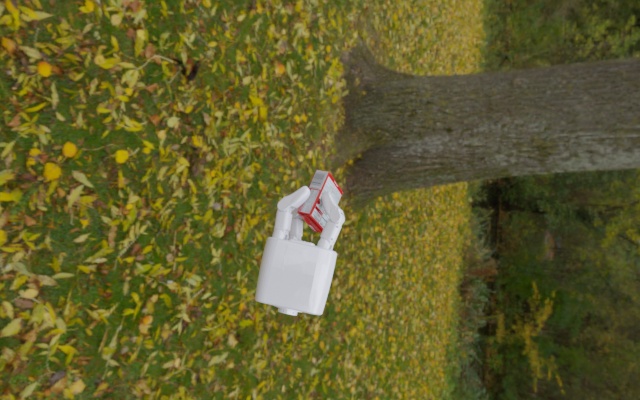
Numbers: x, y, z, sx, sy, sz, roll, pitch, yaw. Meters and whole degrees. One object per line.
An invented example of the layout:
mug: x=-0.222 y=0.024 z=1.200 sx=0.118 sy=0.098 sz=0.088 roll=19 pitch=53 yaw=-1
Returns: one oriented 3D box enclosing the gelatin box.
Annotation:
gelatin box: x=0.001 y=0.002 z=0.830 sx=0.030 sy=0.089 sz=0.073 roll=13 pitch=-22 yaw=30
